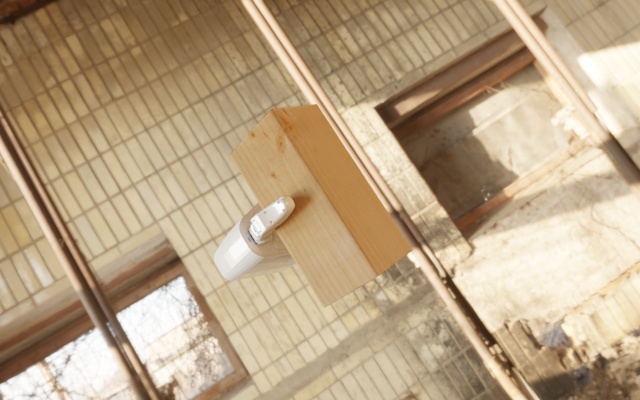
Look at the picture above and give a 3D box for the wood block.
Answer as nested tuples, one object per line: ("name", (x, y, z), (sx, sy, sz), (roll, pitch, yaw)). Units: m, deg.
("wood block", (0.000, 0.002, 0.546), (0.090, 0.206, 0.091), (-39, -10, 36))
